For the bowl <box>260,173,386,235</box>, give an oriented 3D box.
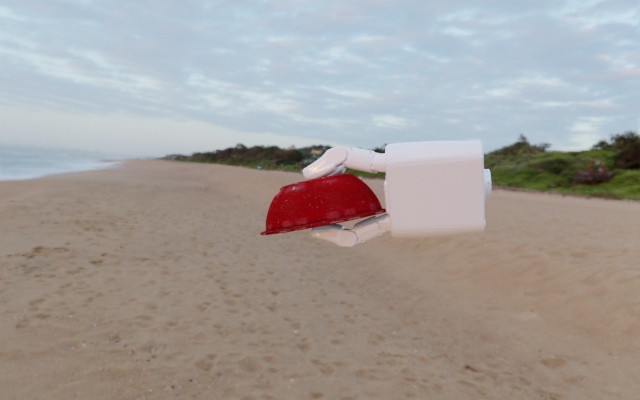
[{"bbox_3d":[-0.001,0.002,0.595,0.162,0.055,0.162,-11,-1,0],"label":"bowl"}]
